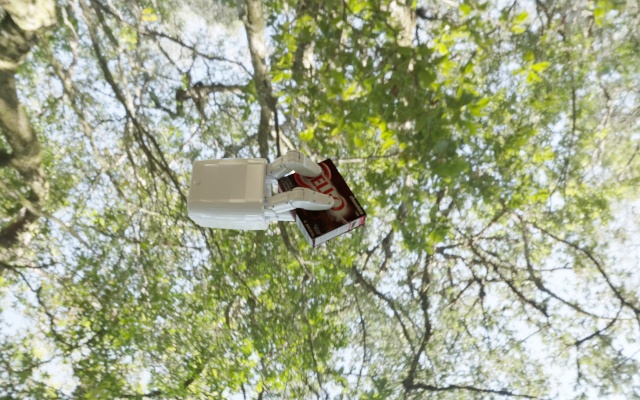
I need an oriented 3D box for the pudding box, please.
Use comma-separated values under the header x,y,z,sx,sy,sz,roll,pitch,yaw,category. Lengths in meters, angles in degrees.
x,y,z,sx,sy,sz,roll,pitch,yaw,category
0.000,0.002,0.694,0.090,0.113,0.039,-24,-24,-16,pudding box
